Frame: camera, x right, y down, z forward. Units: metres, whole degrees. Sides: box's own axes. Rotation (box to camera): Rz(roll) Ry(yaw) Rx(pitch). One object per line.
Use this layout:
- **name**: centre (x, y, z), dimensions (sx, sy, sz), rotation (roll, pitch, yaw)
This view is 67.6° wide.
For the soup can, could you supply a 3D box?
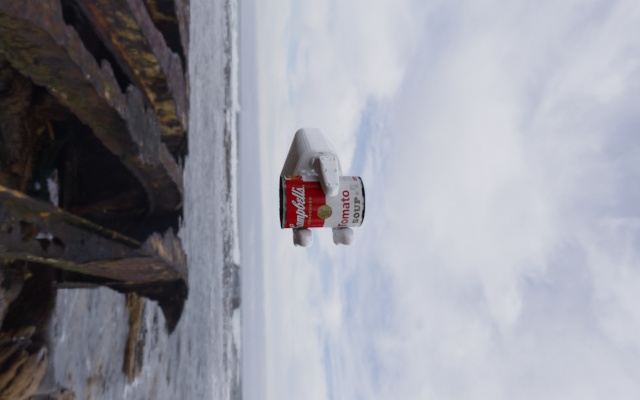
- **soup can**: centre (0.000, 0.002, 0.608), dimensions (0.102, 0.068, 0.068), rotation (0, 0, -10)
